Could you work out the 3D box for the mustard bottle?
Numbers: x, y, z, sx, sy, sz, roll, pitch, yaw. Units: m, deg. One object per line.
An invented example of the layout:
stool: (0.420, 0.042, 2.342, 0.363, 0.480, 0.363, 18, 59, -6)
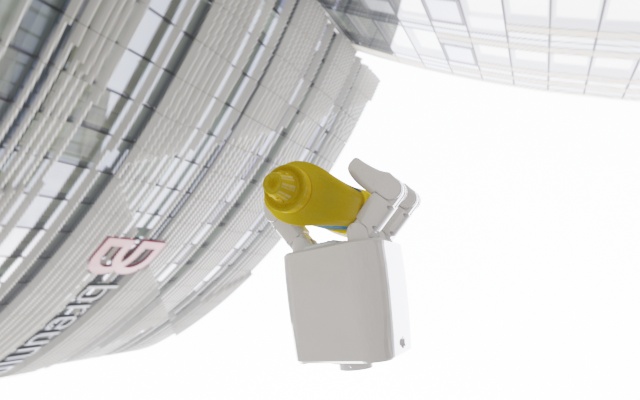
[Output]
mustard bottle: (0.000, 0.001, 0.468, 0.096, 0.058, 0.192, 16, -2, 26)
